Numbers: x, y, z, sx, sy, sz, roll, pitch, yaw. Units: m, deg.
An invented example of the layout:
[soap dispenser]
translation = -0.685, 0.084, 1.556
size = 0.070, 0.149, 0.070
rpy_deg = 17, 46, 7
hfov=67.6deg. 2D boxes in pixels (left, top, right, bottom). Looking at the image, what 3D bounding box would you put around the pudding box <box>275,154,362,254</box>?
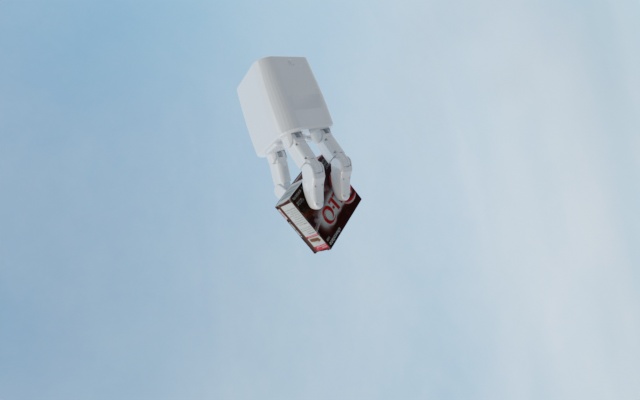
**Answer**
[pudding box]
translation = 0.000, 0.002, 0.653
size = 0.039, 0.090, 0.113
rpy_deg = -22, 24, 45
